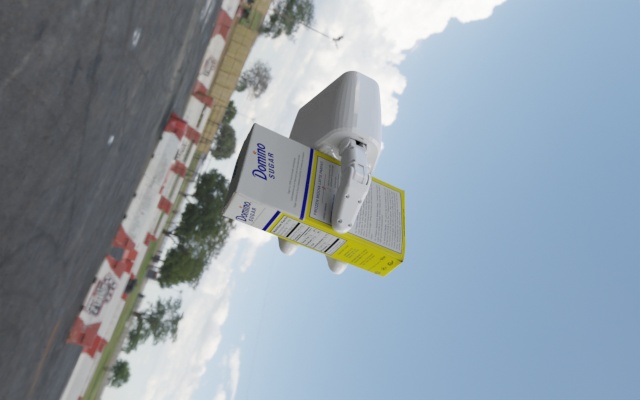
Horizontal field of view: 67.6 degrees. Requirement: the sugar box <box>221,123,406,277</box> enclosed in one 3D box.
[{"bbox_3d":[0.000,0.002,0.467,0.176,0.093,0.048,22,-42,-16],"label":"sugar box"}]
